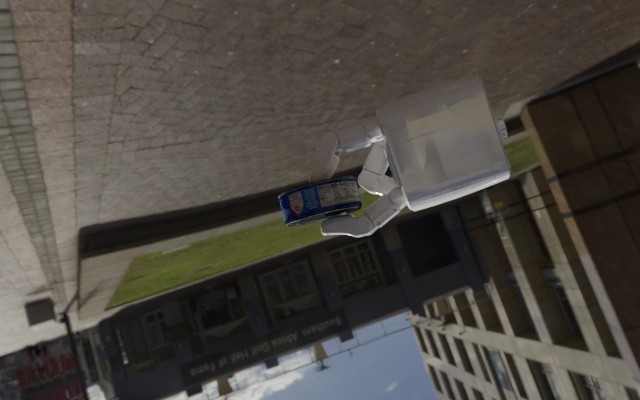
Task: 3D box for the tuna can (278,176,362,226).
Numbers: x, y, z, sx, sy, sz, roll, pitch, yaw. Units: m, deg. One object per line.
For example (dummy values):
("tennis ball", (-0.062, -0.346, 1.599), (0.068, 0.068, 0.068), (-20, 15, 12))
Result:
("tuna can", (0.000, 0.002, 0.508), (0.086, 0.033, 0.086), (-13, -7, -2))
